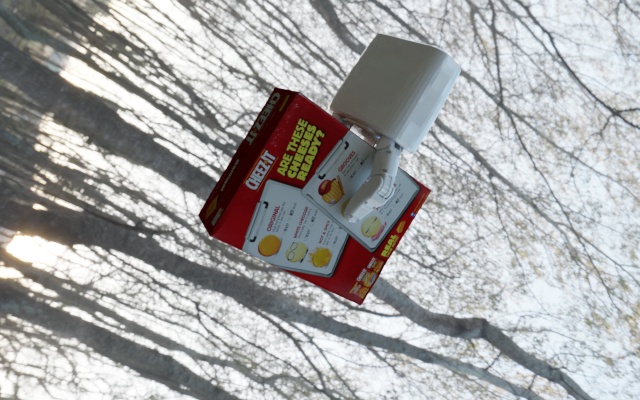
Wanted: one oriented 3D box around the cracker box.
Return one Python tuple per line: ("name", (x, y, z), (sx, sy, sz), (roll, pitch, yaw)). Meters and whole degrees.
("cracker box", (0.000, 0.002, 0.533), (0.214, 0.164, 0.072), (31, 1, -32))
